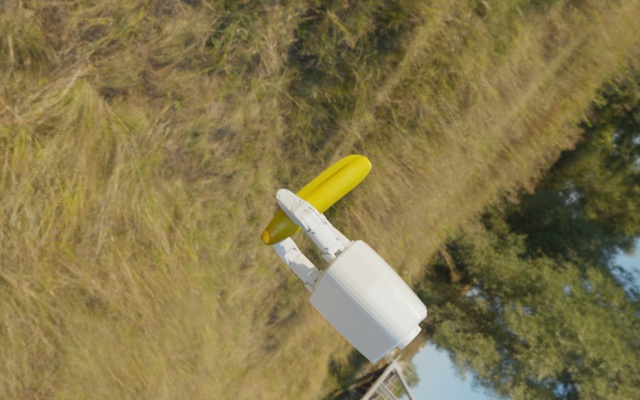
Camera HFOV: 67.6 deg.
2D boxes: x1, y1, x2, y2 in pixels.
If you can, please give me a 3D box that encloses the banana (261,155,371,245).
[{"bbox_3d":[0.008,-0.010,0.582,0.197,0.037,0.070,-37,-15,-39],"label":"banana"}]
